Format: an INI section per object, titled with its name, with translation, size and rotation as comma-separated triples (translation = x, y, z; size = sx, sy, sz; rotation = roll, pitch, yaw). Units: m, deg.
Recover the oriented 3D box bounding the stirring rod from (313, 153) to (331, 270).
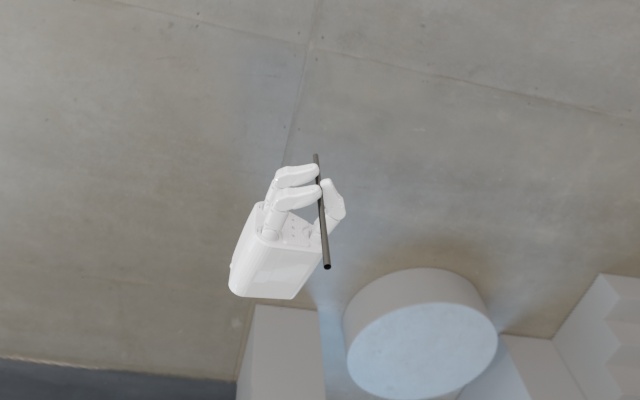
[stirring rod]
translation = 0.000, 0.002, 0.590
size = 0.011, 0.011, 0.239
rotation = 0, 34, -4
